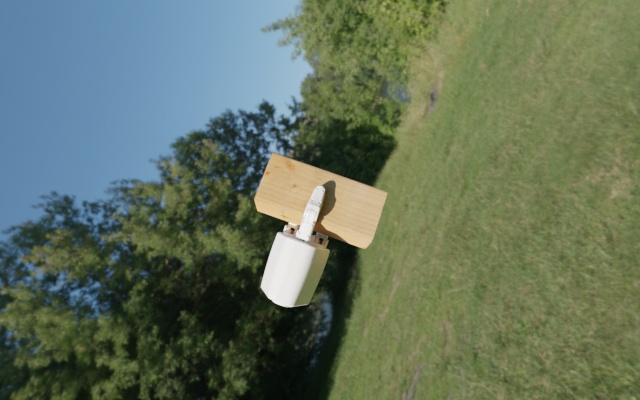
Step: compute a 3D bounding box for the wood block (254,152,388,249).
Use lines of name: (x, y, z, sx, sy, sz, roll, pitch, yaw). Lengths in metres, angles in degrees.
wood block: (0.000, 0.003, 0.829, 0.206, 0.090, 0.091, 19, -15, 2)
